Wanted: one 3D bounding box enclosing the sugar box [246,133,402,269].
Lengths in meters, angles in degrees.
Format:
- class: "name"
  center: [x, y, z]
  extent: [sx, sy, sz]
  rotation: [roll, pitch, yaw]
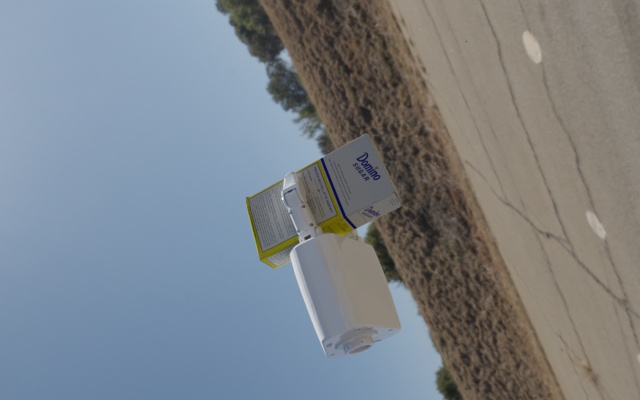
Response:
- class: "sugar box"
  center: [0.000, 0.002, 0.575]
  extent: [0.176, 0.093, 0.048]
  rotation: [-25, -32, 10]
